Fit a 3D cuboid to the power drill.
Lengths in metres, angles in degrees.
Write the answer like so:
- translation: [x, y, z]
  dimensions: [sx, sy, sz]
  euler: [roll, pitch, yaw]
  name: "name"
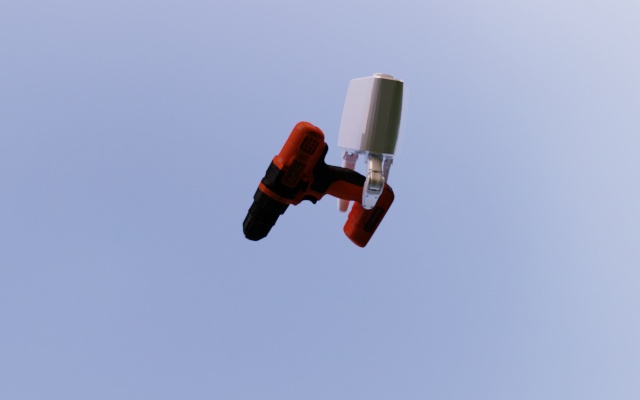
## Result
- translation: [0.001, 0.002, 0.689]
  dimensions: [0.188, 0.184, 0.057]
  euler: [24, 14, -28]
  name: "power drill"
